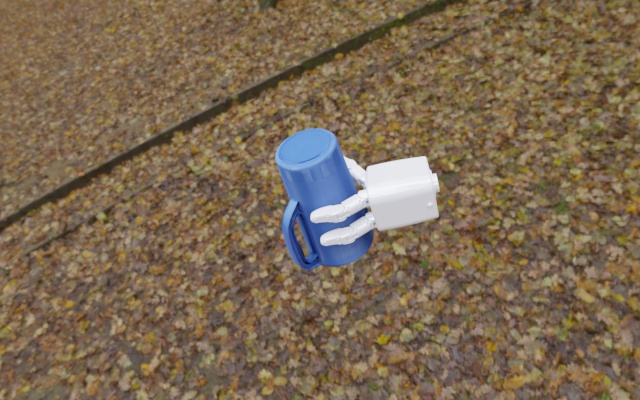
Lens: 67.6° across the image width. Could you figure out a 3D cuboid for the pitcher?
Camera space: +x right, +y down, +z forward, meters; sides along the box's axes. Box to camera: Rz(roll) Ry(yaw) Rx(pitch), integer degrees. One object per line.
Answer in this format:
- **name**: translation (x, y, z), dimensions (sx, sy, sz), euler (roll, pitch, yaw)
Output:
- **pitcher**: translation (0.000, 0.003, 0.855), dimensions (0.145, 0.243, 0.149), euler (-12, 41, 11)
